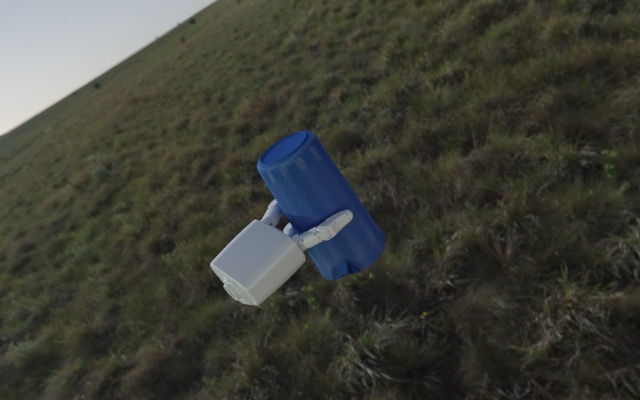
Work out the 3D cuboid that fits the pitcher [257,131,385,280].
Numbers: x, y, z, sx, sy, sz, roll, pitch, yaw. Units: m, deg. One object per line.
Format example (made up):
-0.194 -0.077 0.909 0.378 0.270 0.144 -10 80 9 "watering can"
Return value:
0.000 0.003 0.815 0.145 0.243 0.149 -43 27 -22 "pitcher"
